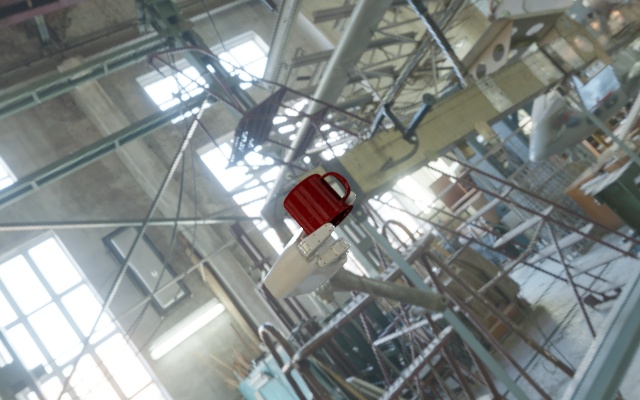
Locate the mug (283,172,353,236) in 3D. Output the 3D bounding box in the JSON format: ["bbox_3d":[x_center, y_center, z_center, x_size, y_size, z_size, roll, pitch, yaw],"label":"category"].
[{"bbox_3d":[0.001,0.001,0.778,0.117,0.081,0.093,-49,-13,29],"label":"mug"}]
